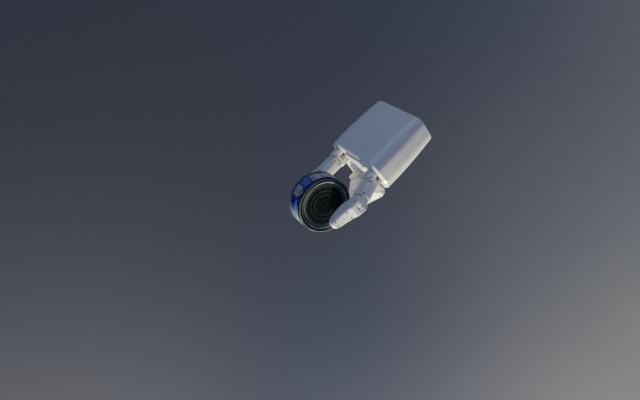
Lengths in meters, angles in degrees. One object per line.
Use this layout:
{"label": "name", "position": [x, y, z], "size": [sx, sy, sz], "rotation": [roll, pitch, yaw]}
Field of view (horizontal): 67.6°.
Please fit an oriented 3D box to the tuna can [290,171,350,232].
{"label": "tuna can", "position": [0.000, 0.003, 0.702], "size": [0.086, 0.086, 0.033], "rotation": [0, 20, -28]}
